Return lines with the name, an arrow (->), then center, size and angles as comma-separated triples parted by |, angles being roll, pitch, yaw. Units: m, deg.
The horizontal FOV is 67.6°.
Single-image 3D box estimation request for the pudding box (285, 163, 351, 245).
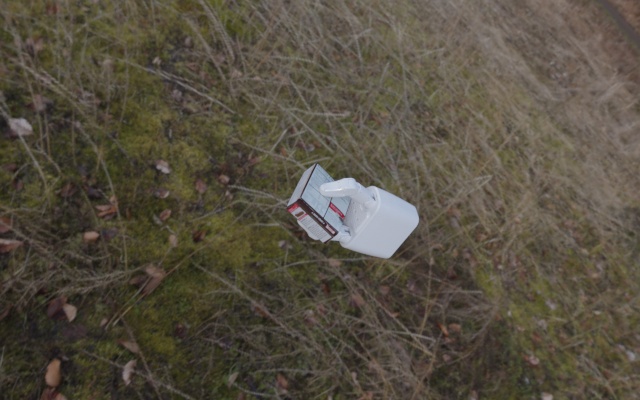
pudding box -> 0.000, 0.003, 0.782 | 0.039, 0.090, 0.113 | -38, 17, 32
